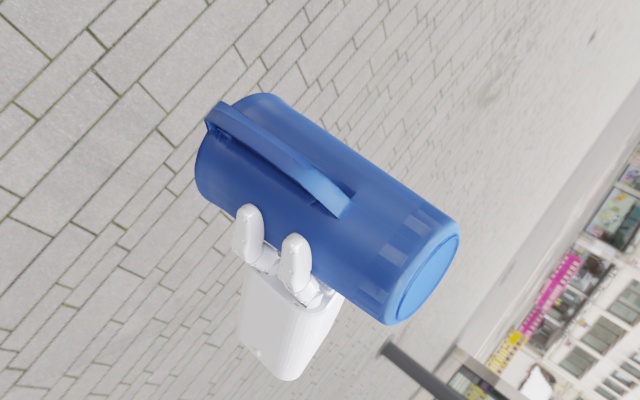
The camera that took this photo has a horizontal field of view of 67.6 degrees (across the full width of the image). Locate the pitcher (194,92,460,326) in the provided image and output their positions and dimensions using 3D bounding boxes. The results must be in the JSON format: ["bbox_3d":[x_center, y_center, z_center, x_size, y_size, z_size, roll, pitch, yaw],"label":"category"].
[{"bbox_3d":[0.000,0.002,0.448,0.242,0.145,0.149,35,36,27],"label":"pitcher"}]
